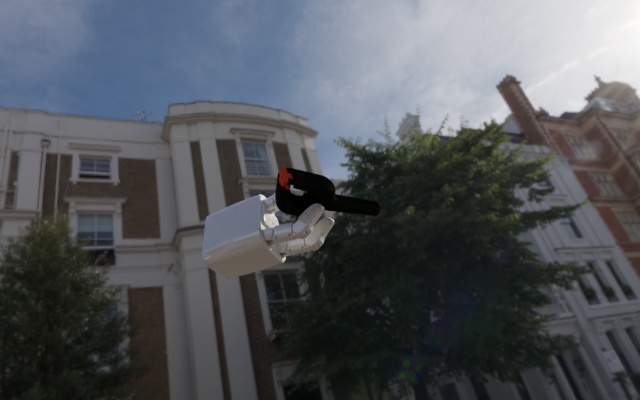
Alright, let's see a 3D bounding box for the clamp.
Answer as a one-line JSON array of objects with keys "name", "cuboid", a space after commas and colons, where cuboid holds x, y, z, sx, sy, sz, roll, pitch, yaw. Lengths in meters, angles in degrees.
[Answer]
[{"name": "clamp", "cuboid": [0.000, 0.002, 0.760, 0.164, 0.036, 0.210, -19, -30, 11]}]
